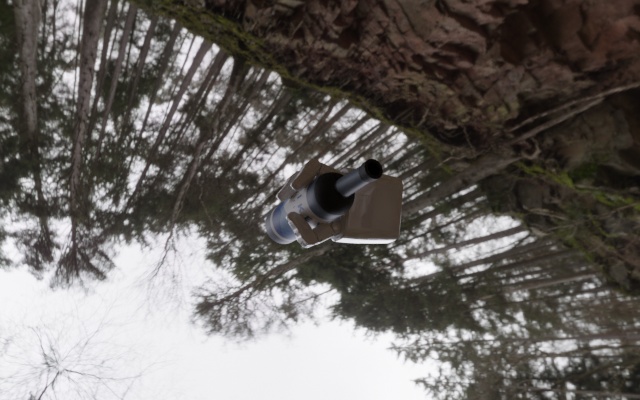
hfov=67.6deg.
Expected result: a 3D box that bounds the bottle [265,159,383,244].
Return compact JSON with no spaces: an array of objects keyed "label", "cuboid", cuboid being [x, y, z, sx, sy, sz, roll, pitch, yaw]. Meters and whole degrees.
[{"label":"bottle","cuboid":[0.000,0.002,0.724,0.069,0.069,0.296,0,-17,-29]}]
